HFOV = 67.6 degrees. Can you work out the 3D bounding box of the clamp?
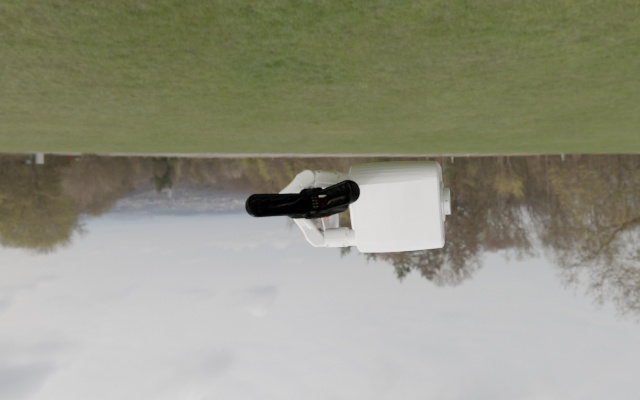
[{"bbox_3d":[0.000,0.002,0.556,0.120,0.039,0.171,-3,-2,17],"label":"clamp"}]
